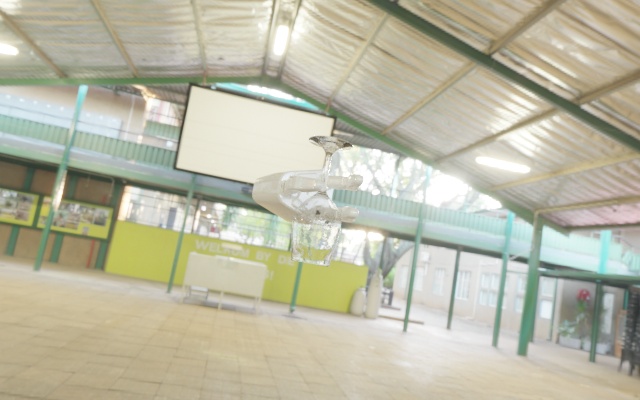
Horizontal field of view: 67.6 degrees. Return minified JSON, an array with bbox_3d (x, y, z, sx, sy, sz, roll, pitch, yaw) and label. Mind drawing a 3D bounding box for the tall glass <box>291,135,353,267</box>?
[{"bbox_3d":[0.000,0.002,0.770,0.079,0.201,0.079,10,-8,1],"label":"tall glass"}]
